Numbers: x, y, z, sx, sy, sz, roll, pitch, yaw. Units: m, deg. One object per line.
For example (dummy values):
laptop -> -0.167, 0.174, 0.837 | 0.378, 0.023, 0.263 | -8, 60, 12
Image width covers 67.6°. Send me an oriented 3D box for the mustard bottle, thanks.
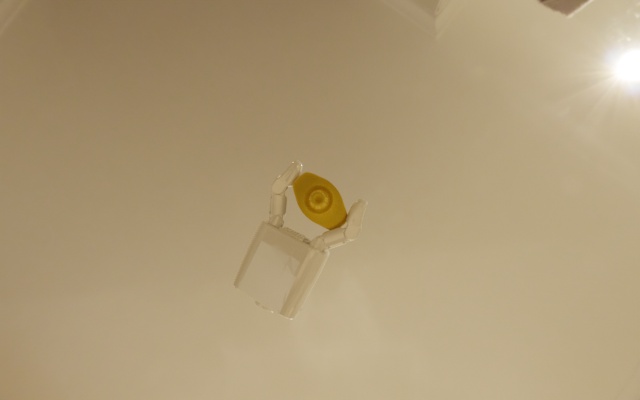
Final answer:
mustard bottle -> 0.000, 0.002, 0.711 | 0.058, 0.096, 0.191 | -39, -3, 1
